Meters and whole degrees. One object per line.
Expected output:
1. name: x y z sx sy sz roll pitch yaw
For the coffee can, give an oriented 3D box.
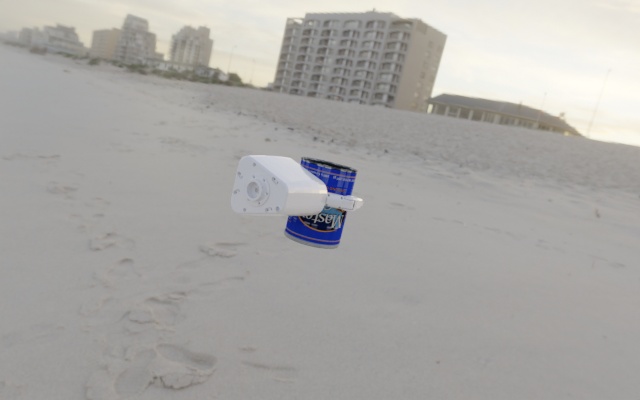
1. coffee can: 0.000 0.003 0.846 0.103 0.140 0.103 13 9 -2
